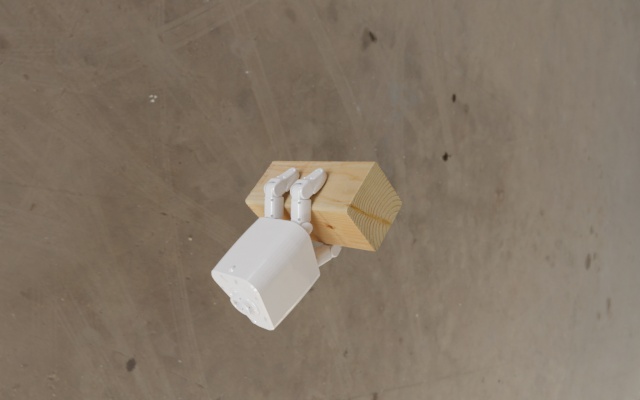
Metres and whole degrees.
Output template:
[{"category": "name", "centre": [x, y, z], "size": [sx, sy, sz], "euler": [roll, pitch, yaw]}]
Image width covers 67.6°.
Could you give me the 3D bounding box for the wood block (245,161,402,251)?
[{"category": "wood block", "centre": [0.000, 0.003, 0.704], "size": [0.206, 0.090, 0.091], "euler": [5, -36, 43]}]
